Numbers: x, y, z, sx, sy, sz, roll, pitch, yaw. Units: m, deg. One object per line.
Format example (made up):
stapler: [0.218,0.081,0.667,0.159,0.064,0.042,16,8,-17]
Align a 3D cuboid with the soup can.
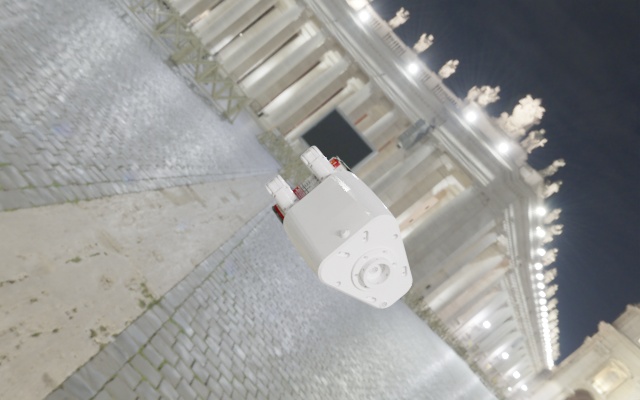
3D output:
soup can: [0.000,0.002,0.586,0.102,0.068,0.068,-40,0,0]
